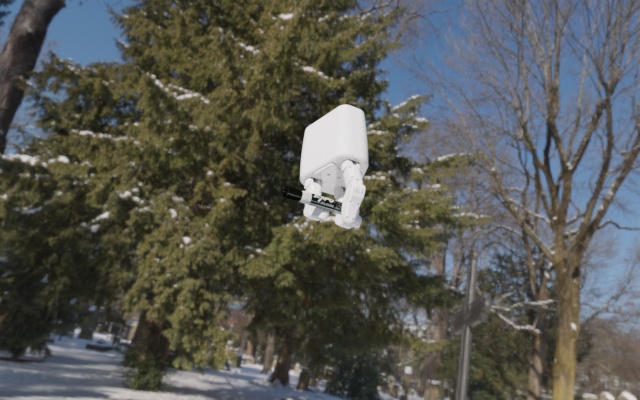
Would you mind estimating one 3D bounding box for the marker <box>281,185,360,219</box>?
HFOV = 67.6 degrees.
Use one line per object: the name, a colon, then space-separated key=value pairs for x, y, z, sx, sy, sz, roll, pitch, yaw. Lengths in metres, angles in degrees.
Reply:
marker: x=0.000 y=0.002 z=0.683 sx=0.121 sy=0.020 sz=0.020 roll=17 pitch=-7 yaw=-23
